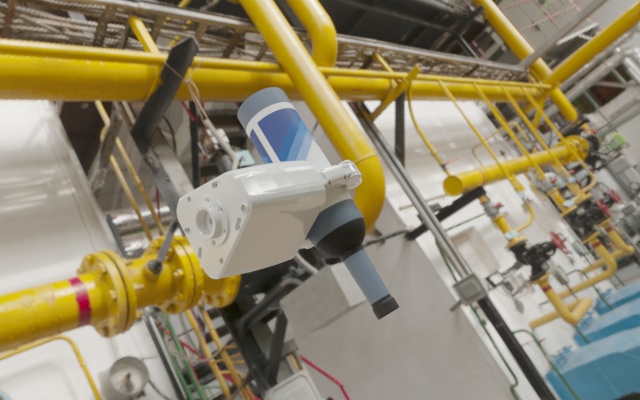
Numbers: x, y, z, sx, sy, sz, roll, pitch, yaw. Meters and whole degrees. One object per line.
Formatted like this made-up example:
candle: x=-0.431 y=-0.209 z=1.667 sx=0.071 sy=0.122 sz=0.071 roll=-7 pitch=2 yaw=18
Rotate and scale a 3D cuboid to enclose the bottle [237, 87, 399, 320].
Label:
bottle: x=0.000 y=0.002 z=0.556 sx=0.069 sy=0.295 sz=0.069 roll=-29 pitch=-16 yaw=-9
